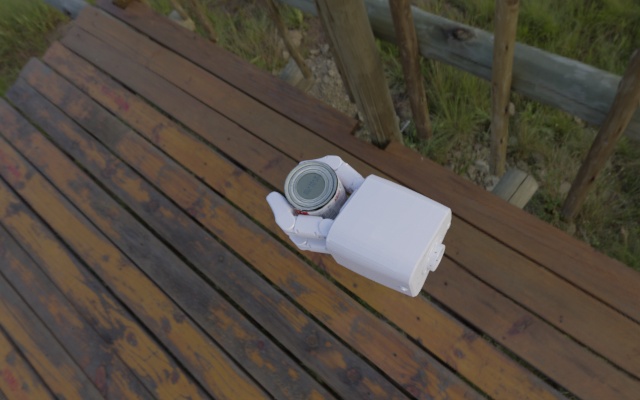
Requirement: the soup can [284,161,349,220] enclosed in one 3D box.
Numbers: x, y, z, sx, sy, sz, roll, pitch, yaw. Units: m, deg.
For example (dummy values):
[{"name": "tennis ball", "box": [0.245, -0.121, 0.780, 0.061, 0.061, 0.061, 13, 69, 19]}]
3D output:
[{"name": "soup can", "box": [0.000, 0.002, 0.605, 0.068, 0.068, 0.102, 0, -24, 15]}]
